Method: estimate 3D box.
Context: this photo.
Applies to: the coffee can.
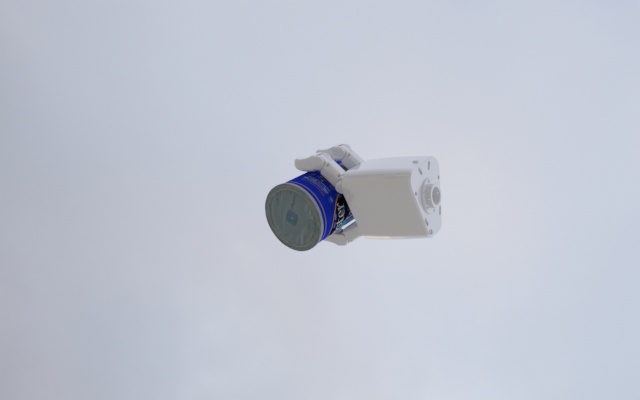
[{"bbox_3d":[0.000,0.002,0.724,0.103,0.103,0.140,0,19,39],"label":"coffee can"}]
